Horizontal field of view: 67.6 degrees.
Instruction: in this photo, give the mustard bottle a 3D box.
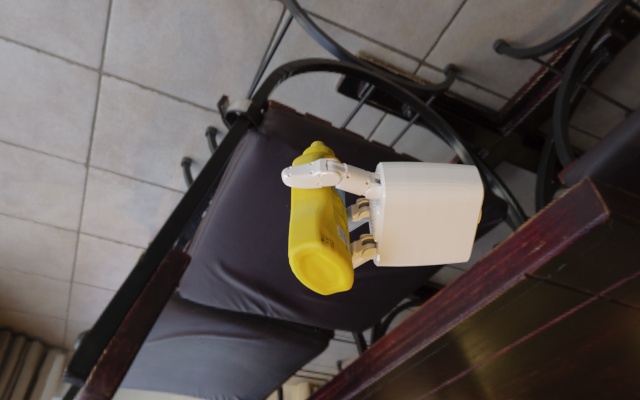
[{"bbox_3d":[0.000,0.002,0.540,0.058,0.191,0.096,-17,-44,17],"label":"mustard bottle"}]
